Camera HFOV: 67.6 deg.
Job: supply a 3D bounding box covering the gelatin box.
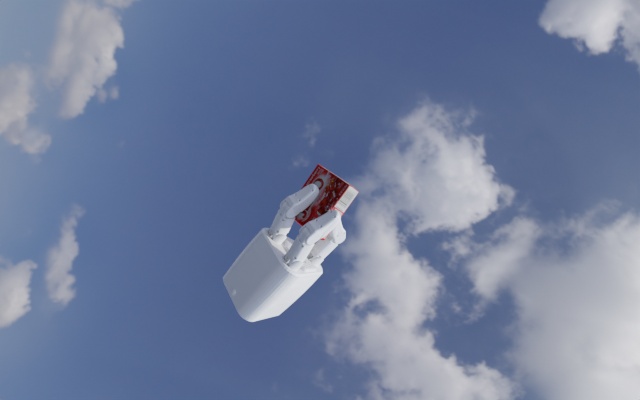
[{"bbox_3d":[0.001,0.002,0.692,0.073,0.089,0.030,37,2,41],"label":"gelatin box"}]
